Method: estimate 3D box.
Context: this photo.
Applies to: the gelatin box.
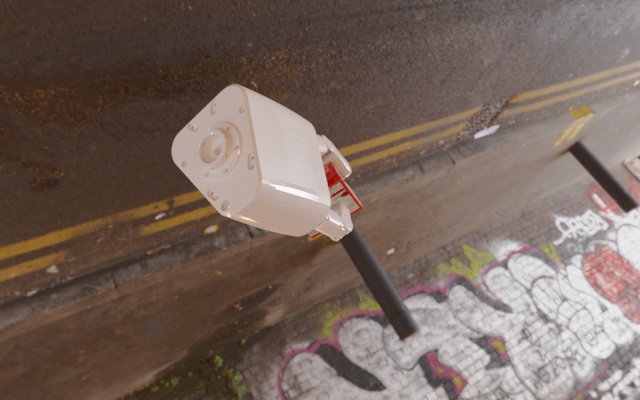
[{"bbox_3d":[0.000,0.002,0.544,0.073,0.030,0.089,-32,-30,7],"label":"gelatin box"}]
